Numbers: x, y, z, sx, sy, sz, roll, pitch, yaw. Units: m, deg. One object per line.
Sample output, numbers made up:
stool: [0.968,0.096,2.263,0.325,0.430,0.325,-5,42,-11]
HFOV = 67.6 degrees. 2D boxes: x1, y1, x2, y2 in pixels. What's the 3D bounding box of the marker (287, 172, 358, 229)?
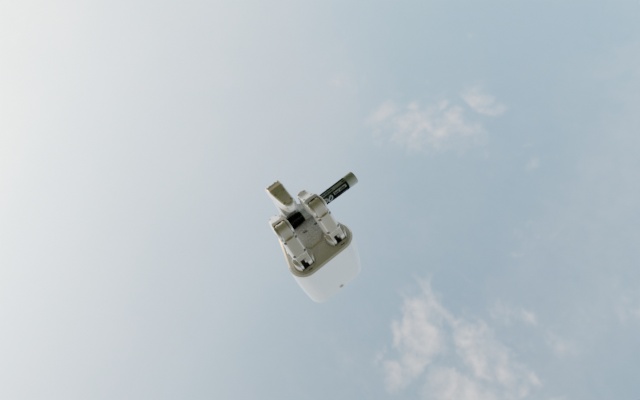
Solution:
marker: [0.000,0.002,0.663,0.121,0.020,0.020,-37,7,-10]
